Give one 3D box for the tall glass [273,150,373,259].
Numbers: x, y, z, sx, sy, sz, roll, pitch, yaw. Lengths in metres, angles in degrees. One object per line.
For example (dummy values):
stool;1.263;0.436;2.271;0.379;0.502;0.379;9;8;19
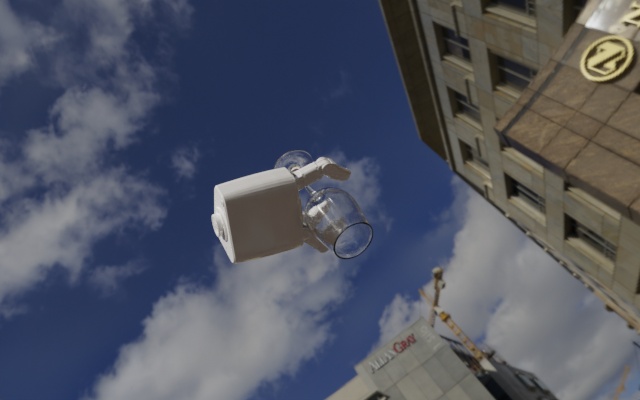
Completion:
tall glass;0.000;0.002;0.712;0.079;0.079;0.201;0;32;-33
